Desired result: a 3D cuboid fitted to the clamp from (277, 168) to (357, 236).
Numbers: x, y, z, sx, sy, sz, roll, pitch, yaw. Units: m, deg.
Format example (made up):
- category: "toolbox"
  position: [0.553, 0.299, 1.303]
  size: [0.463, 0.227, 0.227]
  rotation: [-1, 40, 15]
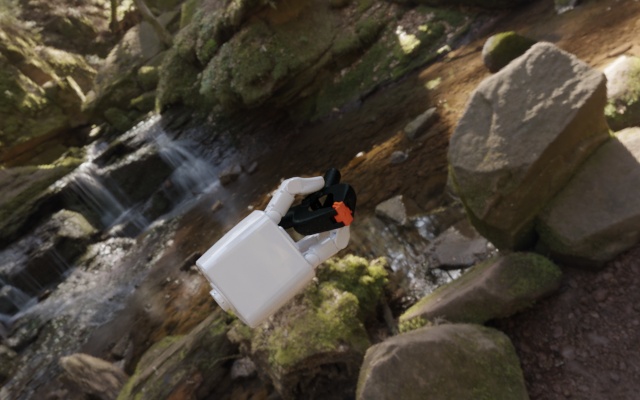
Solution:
- category: "clamp"
  position: [0.000, 0.002, 0.664]
  size: [0.164, 0.036, 0.210]
  rotation: [-40, 16, -20]
